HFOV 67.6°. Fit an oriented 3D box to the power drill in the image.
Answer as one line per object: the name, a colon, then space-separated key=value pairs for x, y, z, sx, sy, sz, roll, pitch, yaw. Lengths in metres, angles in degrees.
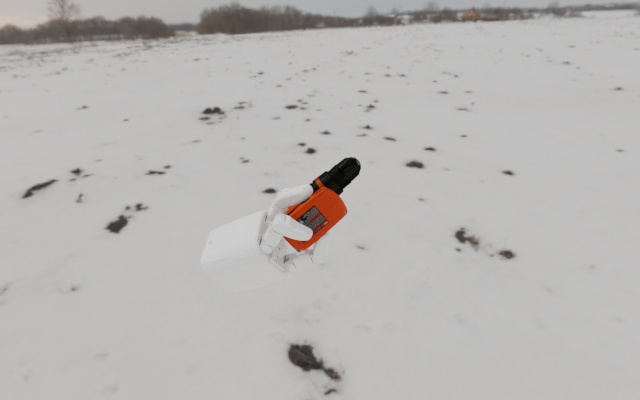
power drill: x=0.000 y=0.003 z=0.794 sx=0.184 sy=0.057 sz=0.187 roll=-42 pitch=8 yaw=7
